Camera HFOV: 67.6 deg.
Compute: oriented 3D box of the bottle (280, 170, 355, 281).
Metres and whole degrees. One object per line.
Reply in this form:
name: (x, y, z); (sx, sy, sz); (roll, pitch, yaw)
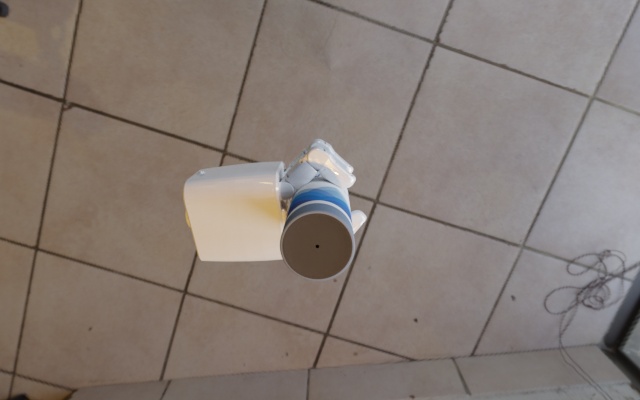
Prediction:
bottle: (0.000, 0.002, 0.559); (0.069, 0.069, 0.295); (0, 15, 1)
